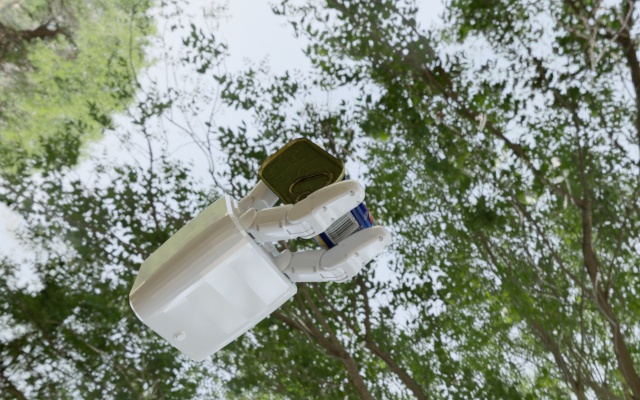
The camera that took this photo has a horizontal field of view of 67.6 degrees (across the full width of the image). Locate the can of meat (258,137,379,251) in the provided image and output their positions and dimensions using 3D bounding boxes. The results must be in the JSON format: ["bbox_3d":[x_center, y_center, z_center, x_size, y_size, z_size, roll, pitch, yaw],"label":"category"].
[{"bbox_3d":[0.000,0.002,0.428,0.057,0.084,0.102,-39,35,-6],"label":"can of meat"}]
